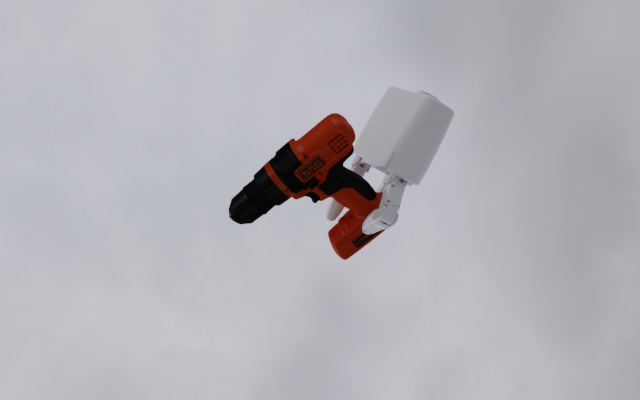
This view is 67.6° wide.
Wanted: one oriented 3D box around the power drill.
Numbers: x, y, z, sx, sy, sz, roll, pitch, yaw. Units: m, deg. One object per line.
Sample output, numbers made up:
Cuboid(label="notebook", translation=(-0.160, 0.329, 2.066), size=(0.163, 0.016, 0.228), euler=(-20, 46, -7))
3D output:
Cuboid(label="power drill", translation=(0.001, 0.002, 0.619), size=(0.188, 0.184, 0.057), euler=(44, 13, -41))
